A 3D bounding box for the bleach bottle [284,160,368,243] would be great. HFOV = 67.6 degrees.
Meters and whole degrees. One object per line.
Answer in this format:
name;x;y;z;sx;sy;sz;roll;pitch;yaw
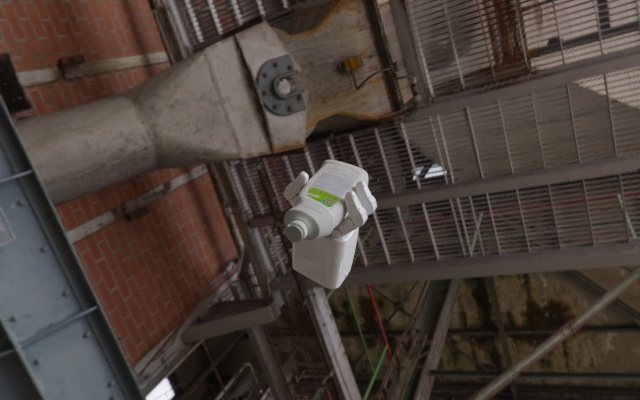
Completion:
bleach bottle;0.000;0.003;0.823;0.102;0.068;0.250;16;27;18
